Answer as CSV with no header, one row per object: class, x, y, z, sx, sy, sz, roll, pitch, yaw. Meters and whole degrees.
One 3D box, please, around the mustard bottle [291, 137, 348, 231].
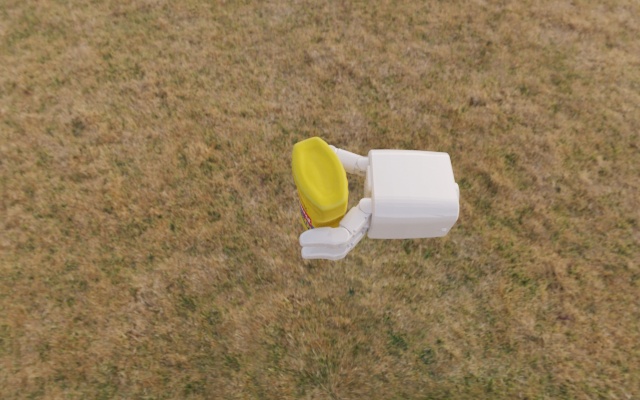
mustard bottle,0.000,0.002,0.631,0.058,0.096,0.192,-22,-21,-8
